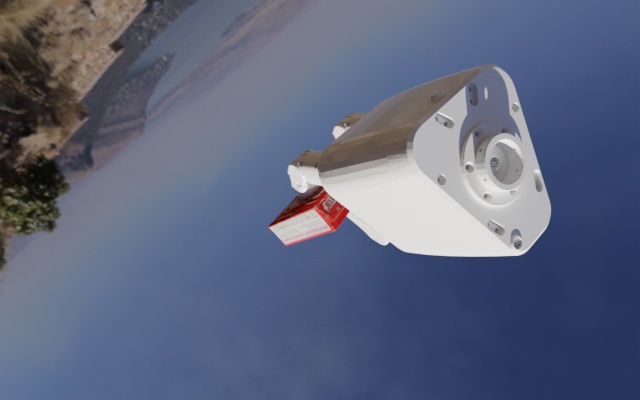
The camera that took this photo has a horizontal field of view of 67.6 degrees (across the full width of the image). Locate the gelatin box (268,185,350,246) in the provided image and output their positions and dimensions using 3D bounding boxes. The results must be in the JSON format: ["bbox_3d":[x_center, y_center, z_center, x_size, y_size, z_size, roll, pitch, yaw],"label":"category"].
[{"bbox_3d":[0.000,0.002,0.445,0.073,0.030,0.089,-50,14,-33],"label":"gelatin box"}]
